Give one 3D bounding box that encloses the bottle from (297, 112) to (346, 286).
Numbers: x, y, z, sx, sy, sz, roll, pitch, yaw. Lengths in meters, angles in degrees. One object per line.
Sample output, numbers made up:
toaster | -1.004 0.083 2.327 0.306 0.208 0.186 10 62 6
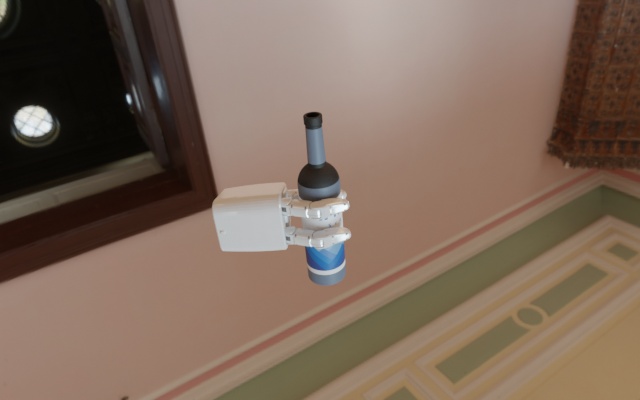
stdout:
bottle | 0.000 0.003 0.761 0.069 0.296 0.069 -4 32 2
